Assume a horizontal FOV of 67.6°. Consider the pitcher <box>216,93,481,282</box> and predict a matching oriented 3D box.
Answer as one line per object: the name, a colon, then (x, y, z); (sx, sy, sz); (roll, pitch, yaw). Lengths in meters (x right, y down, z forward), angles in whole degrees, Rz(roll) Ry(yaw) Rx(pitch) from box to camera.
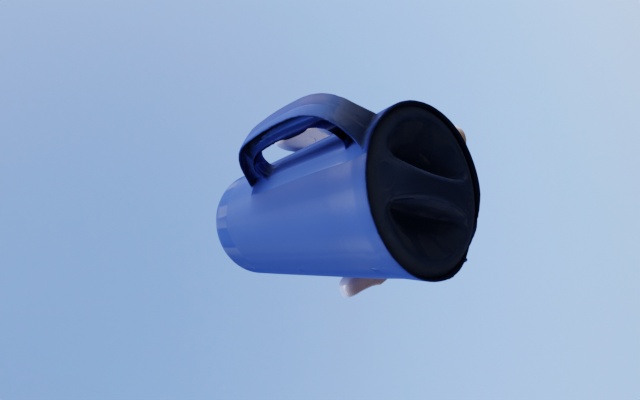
pitcher: (0.000, 0.001, 0.427); (0.145, 0.149, 0.243); (-12, 0, -41)
